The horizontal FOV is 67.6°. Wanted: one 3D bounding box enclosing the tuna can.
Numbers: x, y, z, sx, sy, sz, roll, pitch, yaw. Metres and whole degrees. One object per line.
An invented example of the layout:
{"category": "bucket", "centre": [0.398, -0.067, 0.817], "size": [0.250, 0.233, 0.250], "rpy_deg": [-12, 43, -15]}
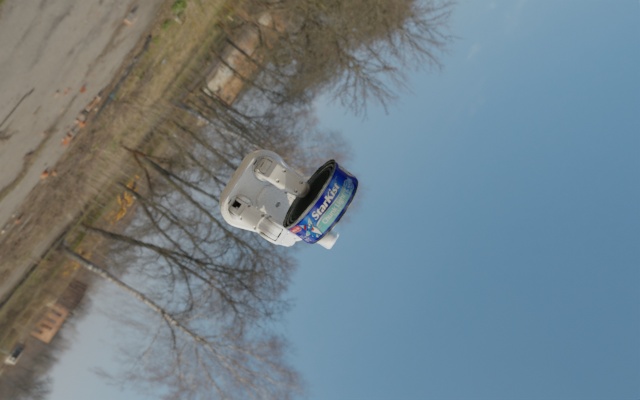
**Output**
{"category": "tuna can", "centre": [0.001, 0.002, 0.490], "size": [0.034, 0.086, 0.086], "rpy_deg": [36, -10, -13]}
